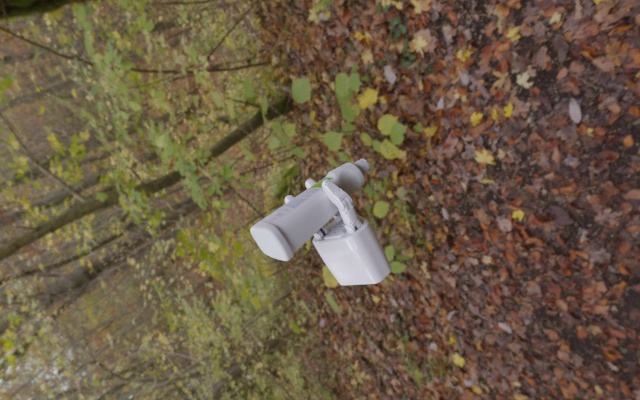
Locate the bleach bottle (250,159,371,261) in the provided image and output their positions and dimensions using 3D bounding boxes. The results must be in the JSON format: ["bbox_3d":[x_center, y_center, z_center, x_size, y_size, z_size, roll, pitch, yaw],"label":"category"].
[{"bbox_3d":[0.000,0.003,0.843,0.250,0.068,0.102,-38,20,-25],"label":"bleach bottle"}]
